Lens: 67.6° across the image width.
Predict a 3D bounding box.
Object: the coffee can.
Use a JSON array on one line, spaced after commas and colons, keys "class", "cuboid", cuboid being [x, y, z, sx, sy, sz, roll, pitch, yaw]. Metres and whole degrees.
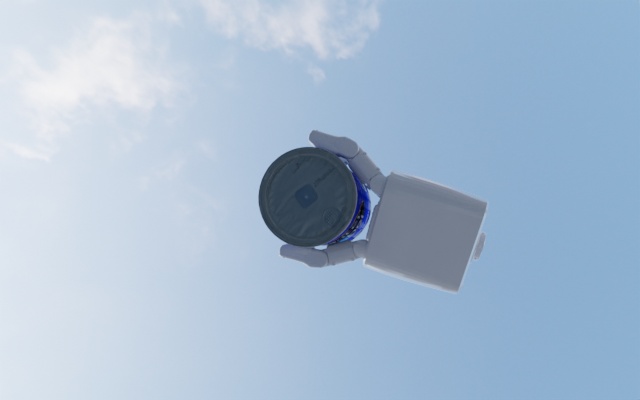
[{"class": "coffee can", "cuboid": [0.000, 0.002, 0.549, 0.103, 0.103, 0.140, 0, -5, 12]}]
